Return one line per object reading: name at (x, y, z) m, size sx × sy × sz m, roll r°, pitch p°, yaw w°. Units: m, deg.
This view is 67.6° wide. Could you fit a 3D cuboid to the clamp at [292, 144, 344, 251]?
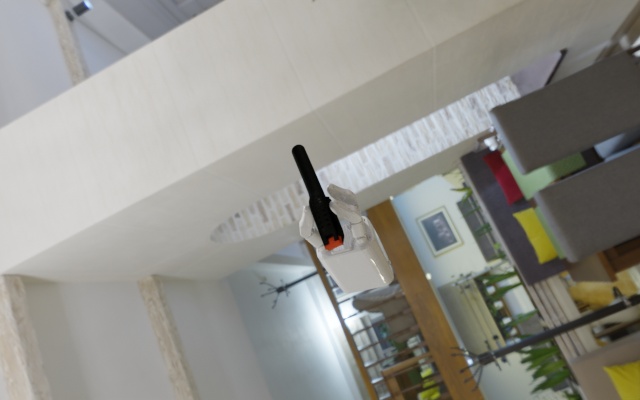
clamp at (0.000, 0.004, 0.827) m, size 0.036 × 0.165 × 0.209 m, roll -27°, pitch 30°, yaw 10°
